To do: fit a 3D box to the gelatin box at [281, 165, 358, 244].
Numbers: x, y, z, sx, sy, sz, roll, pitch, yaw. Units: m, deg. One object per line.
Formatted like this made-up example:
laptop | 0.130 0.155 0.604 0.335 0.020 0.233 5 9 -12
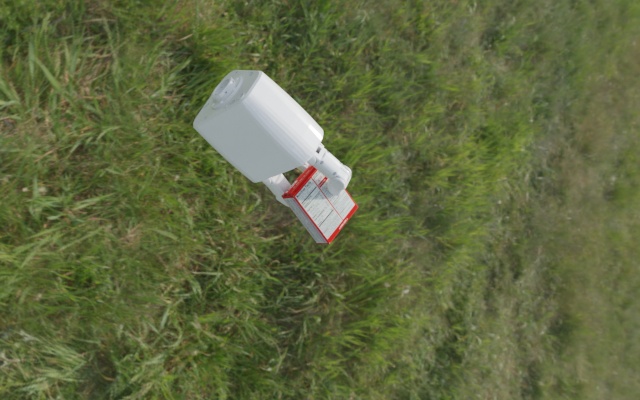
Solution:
gelatin box | 0.001 0.002 0.636 0.030 0.089 0.073 -5 38 52
